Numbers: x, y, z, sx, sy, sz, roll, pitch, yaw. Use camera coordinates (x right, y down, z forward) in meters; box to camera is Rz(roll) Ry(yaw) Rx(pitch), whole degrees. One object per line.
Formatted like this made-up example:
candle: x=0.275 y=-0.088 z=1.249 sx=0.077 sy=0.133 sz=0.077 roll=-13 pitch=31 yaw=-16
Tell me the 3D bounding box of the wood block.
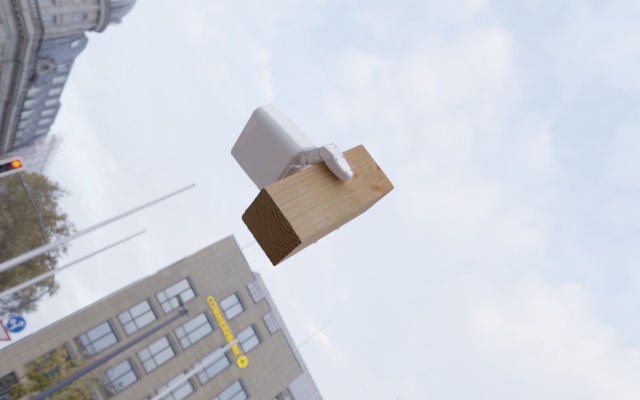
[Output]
wood block: x=0.000 y=0.002 z=0.707 sx=0.206 sy=0.090 sz=0.091 roll=-28 pitch=-11 yaw=-40
